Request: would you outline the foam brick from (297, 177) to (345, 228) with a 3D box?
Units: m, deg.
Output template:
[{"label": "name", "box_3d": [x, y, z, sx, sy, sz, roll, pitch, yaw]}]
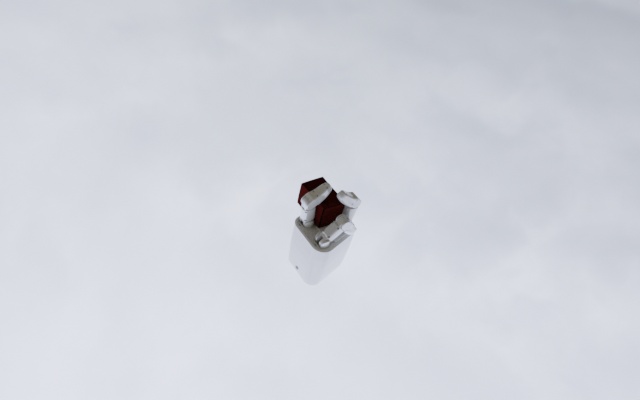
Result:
[{"label": "foam brick", "box_3d": [0.000, 0.003, 0.900, 0.053, 0.051, 0.078, -17, 50, -31]}]
